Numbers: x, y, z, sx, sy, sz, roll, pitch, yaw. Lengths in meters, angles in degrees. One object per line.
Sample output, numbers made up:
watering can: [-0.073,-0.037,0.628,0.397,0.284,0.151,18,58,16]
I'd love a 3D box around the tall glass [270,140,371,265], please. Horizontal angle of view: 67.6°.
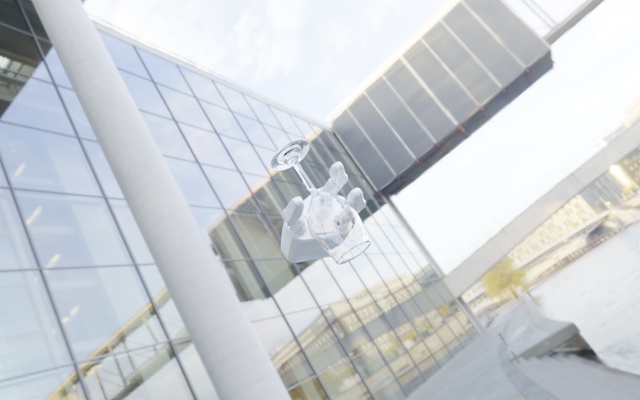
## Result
tall glass: [0.000,0.002,0.758,0.079,0.201,0.079,-28,-21,-12]
